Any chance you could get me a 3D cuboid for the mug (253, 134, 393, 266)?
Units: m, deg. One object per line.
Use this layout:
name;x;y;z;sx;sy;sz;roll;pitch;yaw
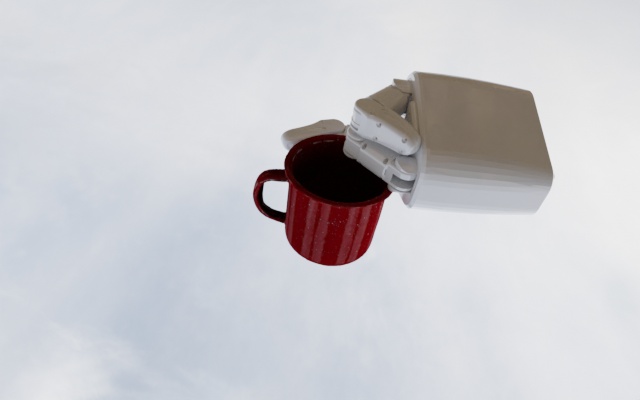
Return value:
mug;-0.001;0.001;0.413;0.117;0.082;0.093;5;43;-5
